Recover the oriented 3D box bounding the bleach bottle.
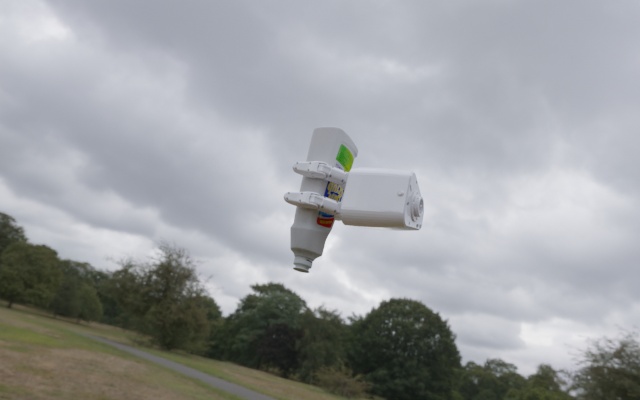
[{"bbox_3d":[0.000,0.003,0.824,0.068,0.250,0.103,3,-22,27],"label":"bleach bottle"}]
